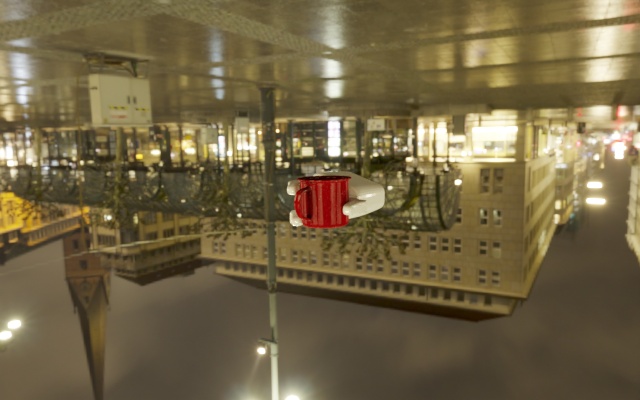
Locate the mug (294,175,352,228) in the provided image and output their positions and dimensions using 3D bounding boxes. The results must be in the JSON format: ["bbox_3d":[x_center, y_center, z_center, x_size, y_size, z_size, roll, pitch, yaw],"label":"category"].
[{"bbox_3d":[-0.001,0.003,0.807,0.093,0.081,0.117,5,10,38],"label":"mug"}]
